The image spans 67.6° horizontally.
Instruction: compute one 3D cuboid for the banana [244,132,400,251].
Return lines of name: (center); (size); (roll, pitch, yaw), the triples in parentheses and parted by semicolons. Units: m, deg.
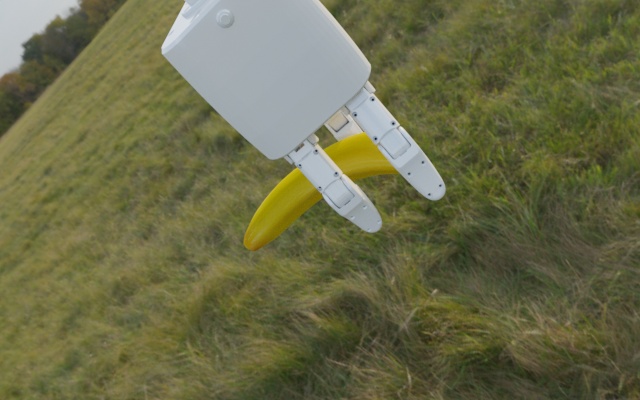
banana: (0.004, -0.014, 0.425); (0.198, 0.069, 0.037); (-24, -48, 31)
